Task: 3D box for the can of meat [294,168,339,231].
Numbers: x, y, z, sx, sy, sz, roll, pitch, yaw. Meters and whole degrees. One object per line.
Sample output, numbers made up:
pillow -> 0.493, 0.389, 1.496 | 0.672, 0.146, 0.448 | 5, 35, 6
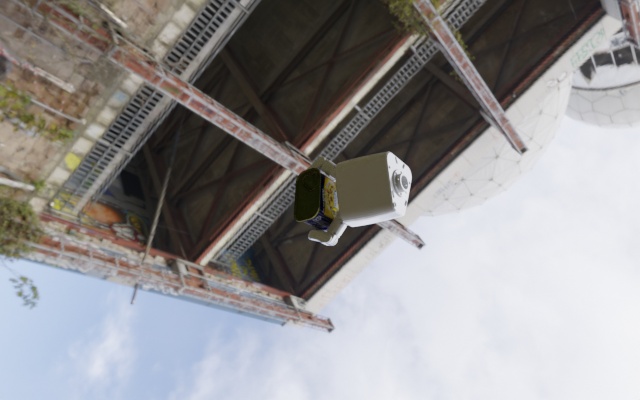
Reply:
can of meat -> 0.000, 0.003, 0.888 | 0.057, 0.102, 0.084 | -16, -30, 34
